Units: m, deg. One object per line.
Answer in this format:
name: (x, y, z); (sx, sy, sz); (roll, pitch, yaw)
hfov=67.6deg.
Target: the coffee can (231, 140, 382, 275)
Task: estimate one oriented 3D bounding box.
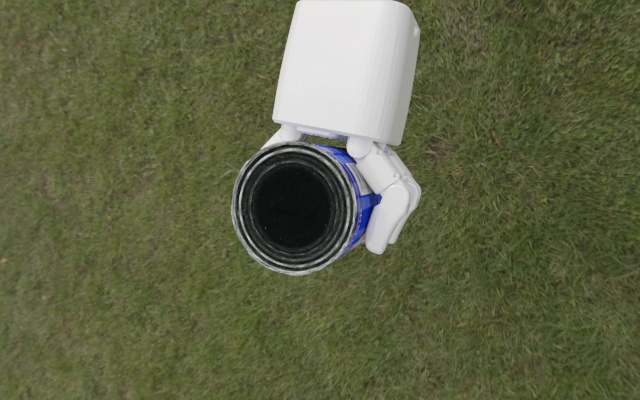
coffee can: (0.000, 0.002, 0.424); (0.103, 0.103, 0.140); (0, 4, 19)
